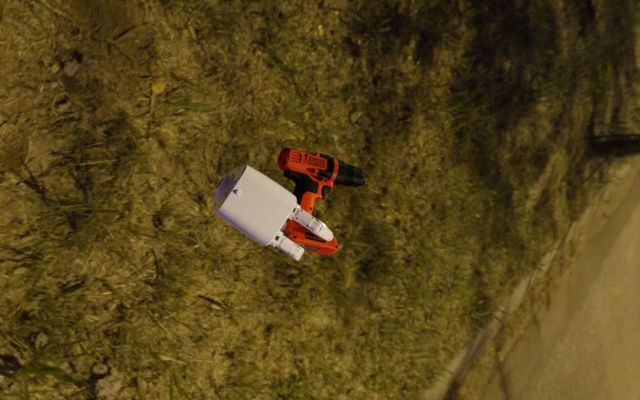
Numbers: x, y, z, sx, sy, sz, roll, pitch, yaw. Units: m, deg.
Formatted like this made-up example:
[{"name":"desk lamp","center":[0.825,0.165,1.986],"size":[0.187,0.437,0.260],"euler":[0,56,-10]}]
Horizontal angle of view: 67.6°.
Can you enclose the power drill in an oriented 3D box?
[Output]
[{"name":"power drill","center":[0.000,0.003,0.898],"size":[0.184,0.187,0.057],"euler":[13,-22,-21]}]
